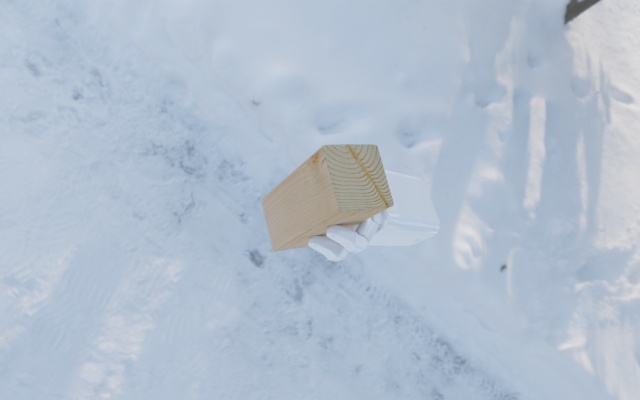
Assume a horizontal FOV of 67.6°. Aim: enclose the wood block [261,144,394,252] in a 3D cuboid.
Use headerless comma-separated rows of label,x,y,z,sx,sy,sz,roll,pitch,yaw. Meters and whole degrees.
wood block,0.000,0.002,0.690,0.090,0.090,0.206,-5,-16,-32
